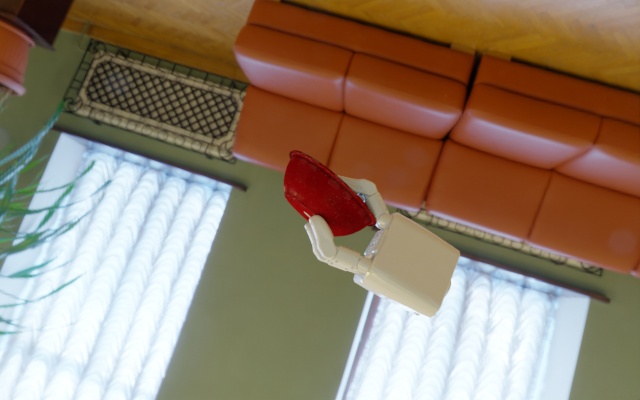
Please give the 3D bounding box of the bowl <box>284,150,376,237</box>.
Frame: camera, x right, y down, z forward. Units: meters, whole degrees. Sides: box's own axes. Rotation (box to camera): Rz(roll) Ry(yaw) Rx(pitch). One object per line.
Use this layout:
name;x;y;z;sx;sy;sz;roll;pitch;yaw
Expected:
bowl;-0.001;0.002;0.683;0.162;0.055;0.162;40;-10;8
